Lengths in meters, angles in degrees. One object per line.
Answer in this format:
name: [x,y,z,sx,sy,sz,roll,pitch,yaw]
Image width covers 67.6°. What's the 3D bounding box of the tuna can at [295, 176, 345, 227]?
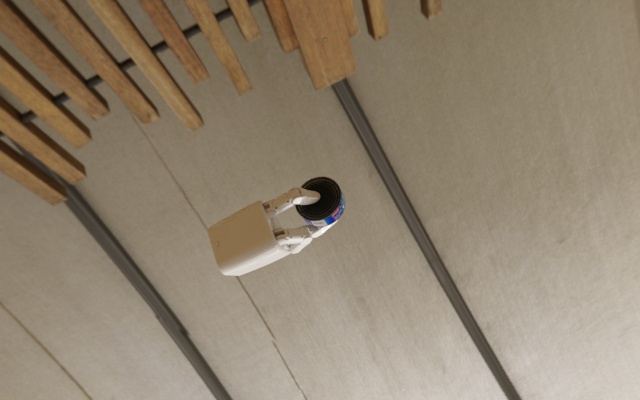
tuna can: [0.000,0.003,0.845,0.086,0.086,0.034,0,-26,21]
